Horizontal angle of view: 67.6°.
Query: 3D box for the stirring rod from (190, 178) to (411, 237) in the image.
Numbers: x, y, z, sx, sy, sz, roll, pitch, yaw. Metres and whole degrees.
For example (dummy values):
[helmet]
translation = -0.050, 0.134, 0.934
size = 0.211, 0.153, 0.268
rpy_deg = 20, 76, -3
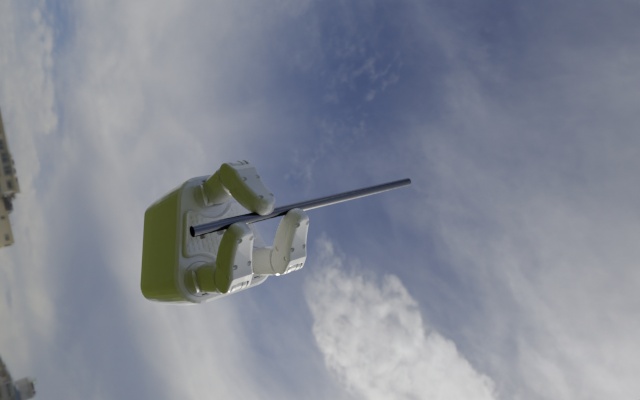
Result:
[stirring rod]
translation = 0.000, 0.001, 0.410
size = 0.239, 0.011, 0.011
rpy_deg = -13, 8, -40
